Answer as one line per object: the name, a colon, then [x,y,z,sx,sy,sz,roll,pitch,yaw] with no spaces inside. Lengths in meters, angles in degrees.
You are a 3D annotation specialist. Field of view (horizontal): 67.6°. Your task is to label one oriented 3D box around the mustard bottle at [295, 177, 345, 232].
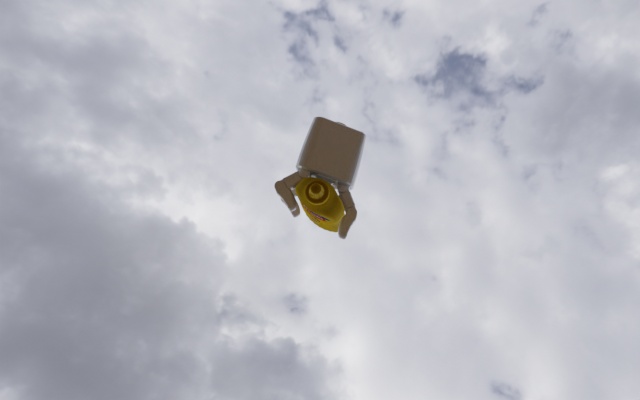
mustard bottle: [0.000,0.003,0.860,0.096,0.058,0.192,40,-8,12]
